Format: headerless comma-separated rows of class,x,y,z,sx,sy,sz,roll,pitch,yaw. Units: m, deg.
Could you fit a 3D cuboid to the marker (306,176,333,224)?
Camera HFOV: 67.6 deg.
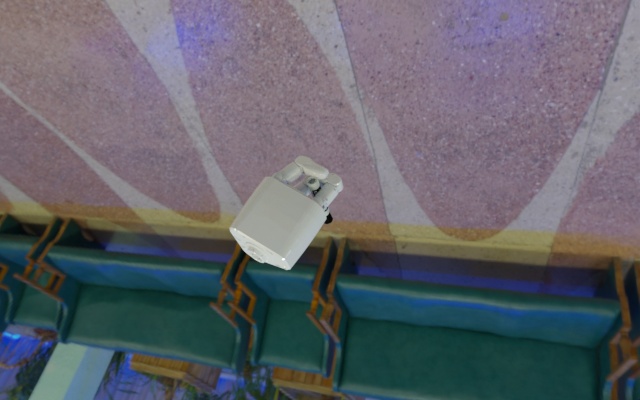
marker,0.000,0.003,0.800,0.020,0.020,0.121,0,-35,16
